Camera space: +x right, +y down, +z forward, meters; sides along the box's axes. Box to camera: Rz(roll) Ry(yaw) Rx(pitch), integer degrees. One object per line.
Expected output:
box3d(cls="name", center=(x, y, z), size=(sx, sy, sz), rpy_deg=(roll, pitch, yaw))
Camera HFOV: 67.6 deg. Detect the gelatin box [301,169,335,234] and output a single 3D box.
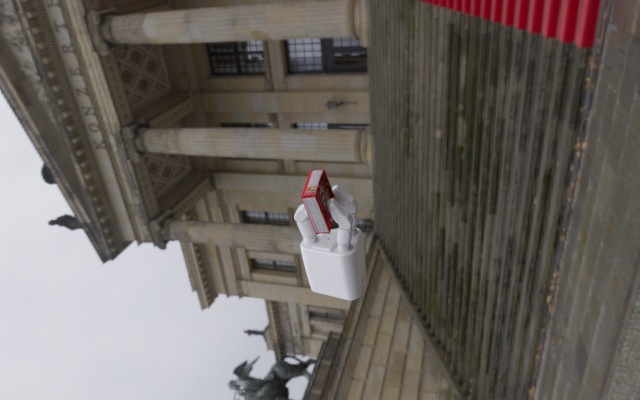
box3d(cls="gelatin box", center=(0.000, 0.002, 0.827), size=(0.030, 0.089, 0.073), rpy_deg=(-6, 39, 21))
